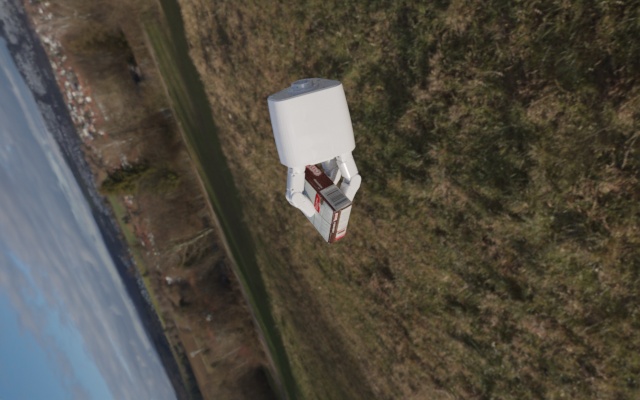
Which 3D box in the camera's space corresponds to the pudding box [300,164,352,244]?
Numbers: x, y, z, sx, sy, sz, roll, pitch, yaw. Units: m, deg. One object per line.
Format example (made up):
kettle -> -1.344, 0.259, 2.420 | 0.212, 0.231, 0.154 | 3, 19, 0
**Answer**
pudding box -> 0.000, 0.003, 0.791 | 0.039, 0.113, 0.090 | -25, -33, -24
